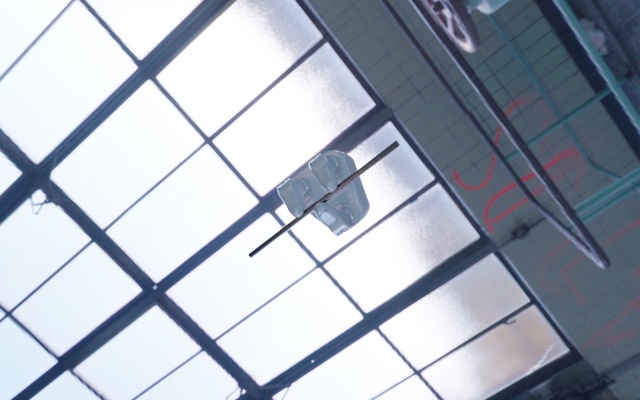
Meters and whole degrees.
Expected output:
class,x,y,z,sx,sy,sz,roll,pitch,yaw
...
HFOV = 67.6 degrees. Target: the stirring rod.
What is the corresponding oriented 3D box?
class,x,y,z,sx,sy,sz,roll,pitch,yaw
stirring rod,0.000,0.002,0.599,0.239,0.011,0.011,-37,-10,14
